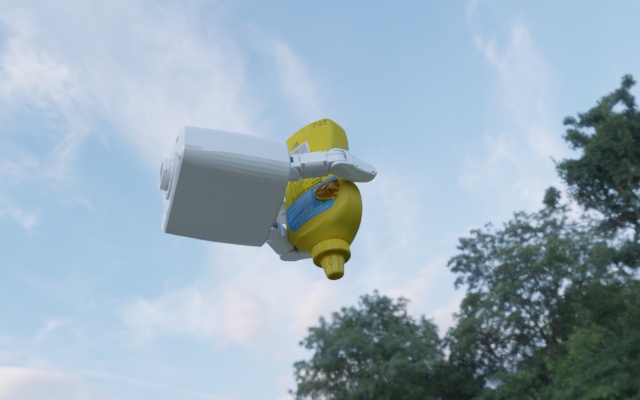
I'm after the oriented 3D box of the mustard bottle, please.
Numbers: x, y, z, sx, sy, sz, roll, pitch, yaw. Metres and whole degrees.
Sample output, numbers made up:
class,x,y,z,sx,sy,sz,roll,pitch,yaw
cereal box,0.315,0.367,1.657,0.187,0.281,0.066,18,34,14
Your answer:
class,x,y,z,sx,sy,sz,roll,pitch,yaw
mustard bottle,0.000,0.002,0.538,0.096,0.191,0.058,-34,-43,27
